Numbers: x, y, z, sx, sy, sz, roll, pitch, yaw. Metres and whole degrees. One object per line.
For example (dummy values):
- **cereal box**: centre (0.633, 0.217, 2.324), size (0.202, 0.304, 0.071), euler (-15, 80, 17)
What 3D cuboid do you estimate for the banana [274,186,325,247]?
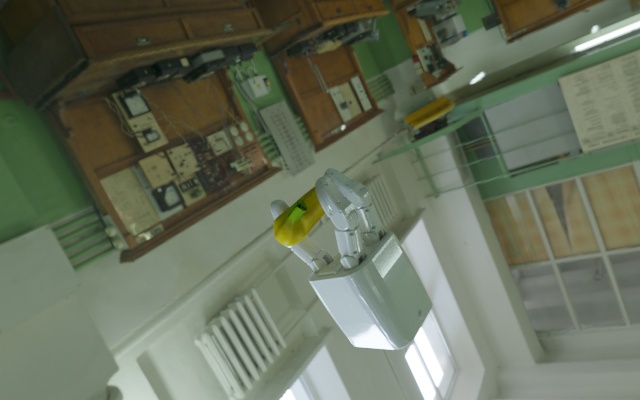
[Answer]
- **banana**: centre (-0.015, 0.013, 0.553), size (0.069, 0.037, 0.197), euler (-38, 2, 16)
